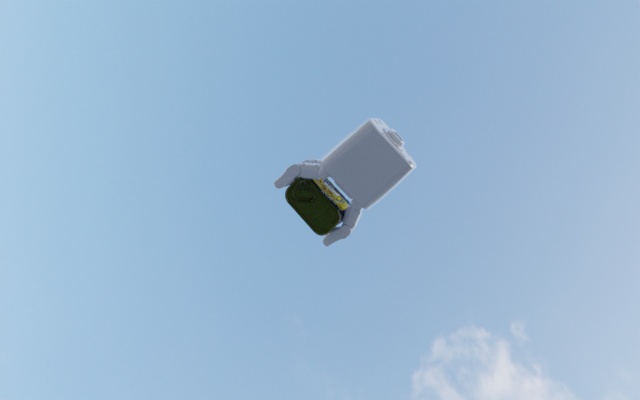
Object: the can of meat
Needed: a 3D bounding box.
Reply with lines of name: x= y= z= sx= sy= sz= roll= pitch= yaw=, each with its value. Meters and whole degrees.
can of meat: x=0.000 y=0.003 z=0.816 sx=0.057 sy=0.102 sz=0.084 roll=-45 pitch=-7 yaw=21
